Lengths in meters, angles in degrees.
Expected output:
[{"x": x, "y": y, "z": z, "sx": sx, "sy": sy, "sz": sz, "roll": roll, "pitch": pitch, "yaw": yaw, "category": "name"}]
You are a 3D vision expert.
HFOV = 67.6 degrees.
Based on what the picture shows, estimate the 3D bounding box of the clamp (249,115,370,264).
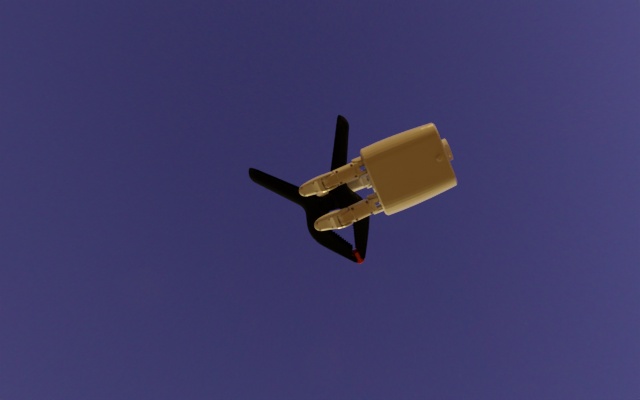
[{"x": 0.001, "y": 0.003, "z": 0.702, "sx": 0.164, "sy": 0.210, "sz": 0.036, "roll": -22, "pitch": 7, "yaw": 12, "category": "clamp"}]
